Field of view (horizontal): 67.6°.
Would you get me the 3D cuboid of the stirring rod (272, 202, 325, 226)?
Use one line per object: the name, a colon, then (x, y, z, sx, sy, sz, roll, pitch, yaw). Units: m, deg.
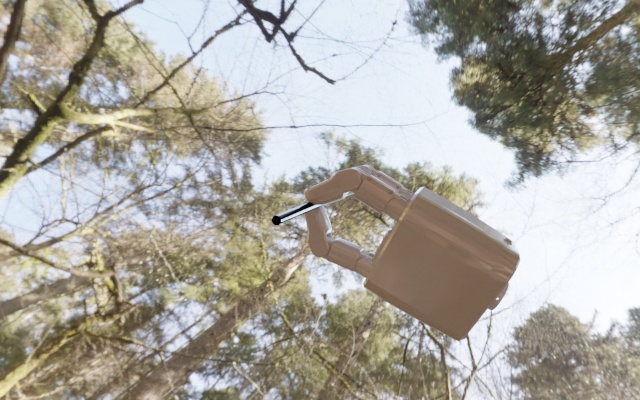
stirring rod: (0.000, 0.002, 0.482, 0.011, 0.011, 0.239, 0, 7, 17)
